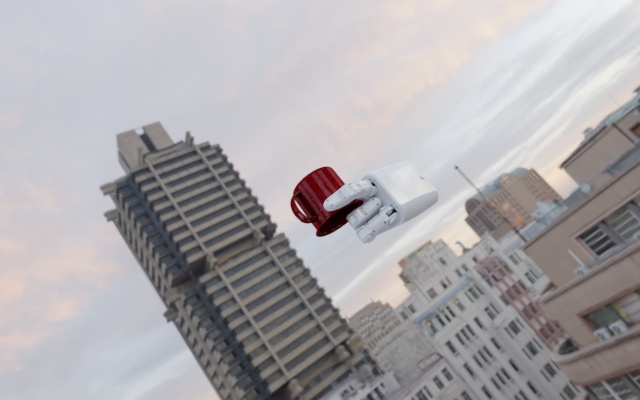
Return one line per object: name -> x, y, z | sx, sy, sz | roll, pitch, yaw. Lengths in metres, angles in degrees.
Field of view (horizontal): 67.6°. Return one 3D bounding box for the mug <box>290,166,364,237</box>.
mug -> -0.001, 0.003, 0.764 | 0.117, 0.081, 0.093 | -20, -25, -40
